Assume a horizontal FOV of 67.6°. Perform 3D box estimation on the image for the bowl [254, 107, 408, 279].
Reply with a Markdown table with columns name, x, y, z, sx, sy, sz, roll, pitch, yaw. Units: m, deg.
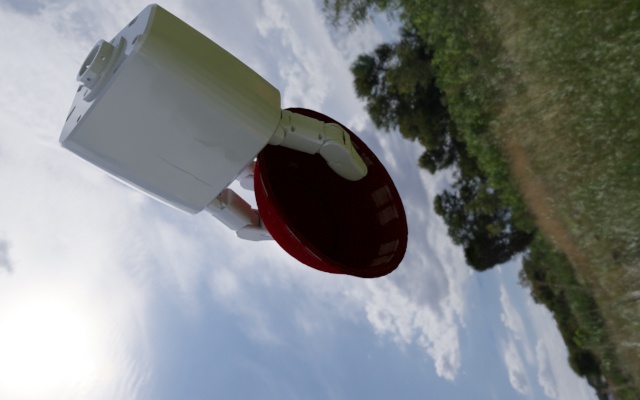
| name | x | y | z | sx | sy | sz | roll | pitch | yaw |
| --- | --- | --- | --- | --- | --- | --- | --- | --- | --- |
| bowl | 0.001 | 0.002 | 0.409 | 0.162 | 0.162 | 0.055 | 0 | -30 | -45 |
